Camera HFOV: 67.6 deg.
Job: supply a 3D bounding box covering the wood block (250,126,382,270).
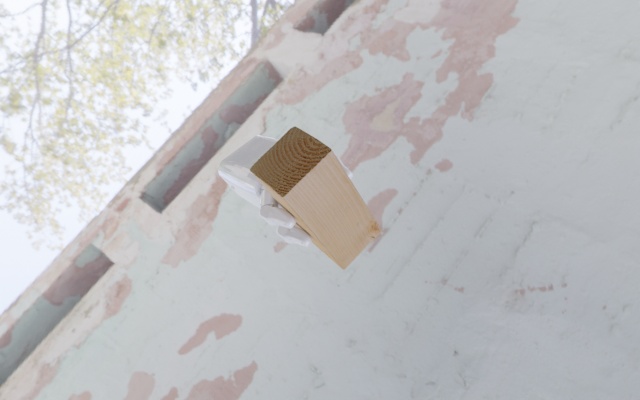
[{"bbox_3d":[0.000,0.002,0.701,0.090,0.091,0.206,37,-11,41],"label":"wood block"}]
